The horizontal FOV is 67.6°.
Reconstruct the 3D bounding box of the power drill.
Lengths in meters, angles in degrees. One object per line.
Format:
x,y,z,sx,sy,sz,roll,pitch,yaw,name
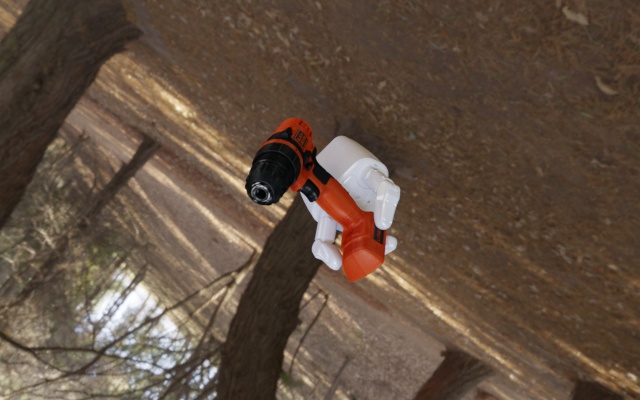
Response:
0.000,0.002,0.547,0.057,0.188,0.184,-32,18,24,power drill
